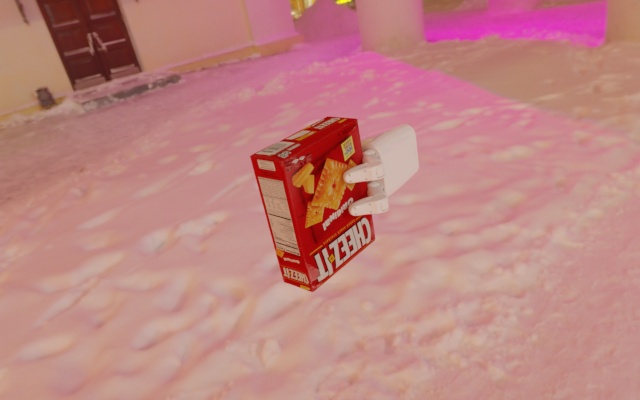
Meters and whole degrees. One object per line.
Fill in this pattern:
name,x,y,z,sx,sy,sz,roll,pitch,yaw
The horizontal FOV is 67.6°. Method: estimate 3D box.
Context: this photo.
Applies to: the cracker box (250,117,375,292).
cracker box,0.000,0.002,0.716,0.072,0.214,0.164,13,35,42
